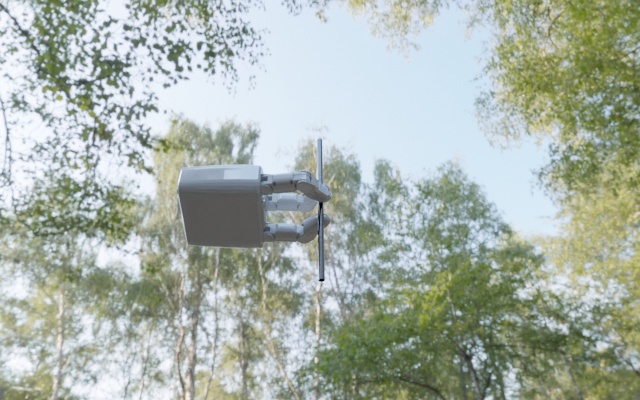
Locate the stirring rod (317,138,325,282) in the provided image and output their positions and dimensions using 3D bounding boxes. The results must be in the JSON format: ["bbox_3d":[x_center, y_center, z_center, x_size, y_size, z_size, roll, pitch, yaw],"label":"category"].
[{"bbox_3d":[0.000,0.002,0.648,0.011,0.239,0.011,-1,-39,0],"label":"stirring rod"}]
